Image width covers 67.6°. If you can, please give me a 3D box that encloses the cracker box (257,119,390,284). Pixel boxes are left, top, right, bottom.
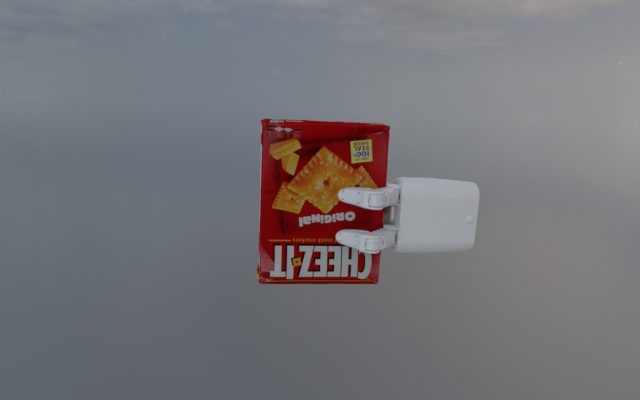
[{"bbox_3d":[0.000,0.002,0.637,0.164,0.214,0.072,1,11,-7],"label":"cracker box"}]
